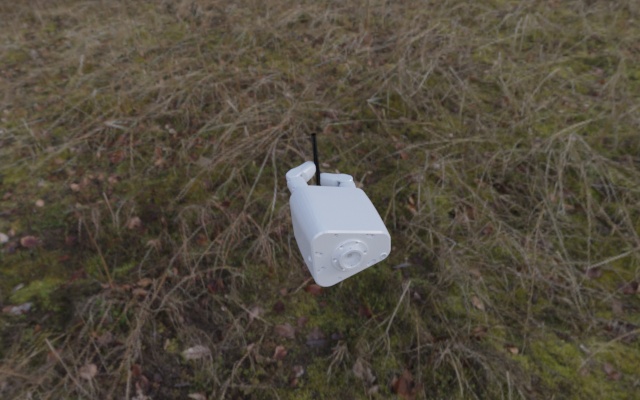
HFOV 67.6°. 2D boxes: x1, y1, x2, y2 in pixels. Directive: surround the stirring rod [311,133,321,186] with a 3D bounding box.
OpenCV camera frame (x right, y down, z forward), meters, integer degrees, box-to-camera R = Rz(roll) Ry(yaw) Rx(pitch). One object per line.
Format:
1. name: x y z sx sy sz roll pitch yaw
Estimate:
1. stirring rod: 0.000 0.003 0.765 0.011 0.240 0.011 -4 34 3
